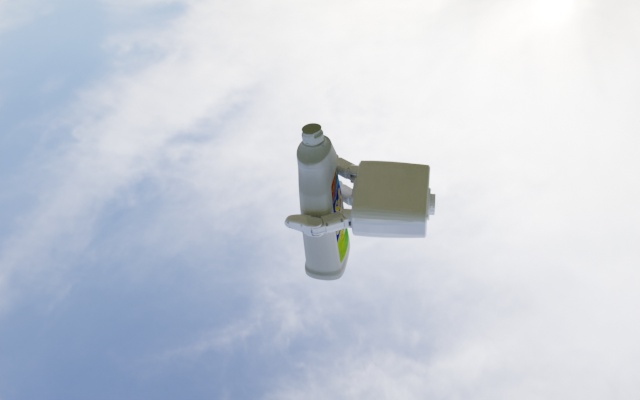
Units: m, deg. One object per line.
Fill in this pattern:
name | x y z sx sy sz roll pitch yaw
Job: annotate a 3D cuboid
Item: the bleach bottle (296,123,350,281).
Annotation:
bleach bottle | 0.000 0.002 0.725 0.068 0.251 0.102 4 41 15
